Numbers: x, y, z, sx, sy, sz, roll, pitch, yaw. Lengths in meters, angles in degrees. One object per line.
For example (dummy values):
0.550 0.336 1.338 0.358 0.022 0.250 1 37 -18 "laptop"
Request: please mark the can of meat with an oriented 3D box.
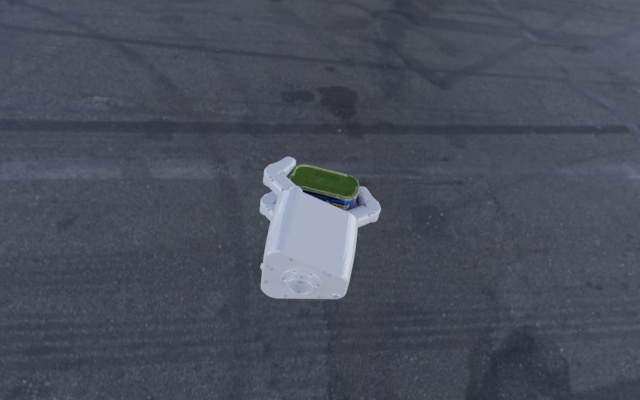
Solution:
0.000 0.002 0.683 0.102 0.084 0.057 13 43 2 "can of meat"
